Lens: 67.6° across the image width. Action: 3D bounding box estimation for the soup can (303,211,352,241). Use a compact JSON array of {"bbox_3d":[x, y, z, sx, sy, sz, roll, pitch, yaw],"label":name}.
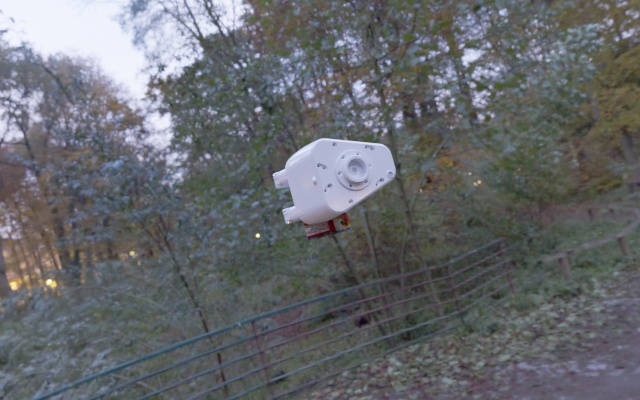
[{"bbox_3d":[0.000,0.002,0.712,0.068,0.102,0.068,-16,-2,-1],"label":"soup can"}]
